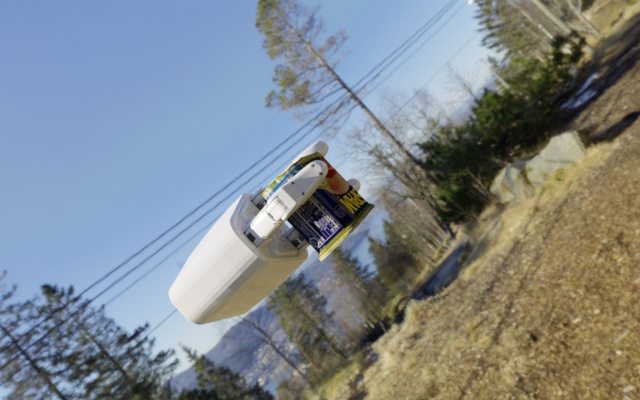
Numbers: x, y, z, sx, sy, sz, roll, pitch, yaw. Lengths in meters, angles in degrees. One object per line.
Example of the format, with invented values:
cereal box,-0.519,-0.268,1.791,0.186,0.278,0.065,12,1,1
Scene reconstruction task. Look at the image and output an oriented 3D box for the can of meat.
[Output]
can of meat,0.000,0.001,0.475,0.057,0.084,0.102,-46,-4,19
